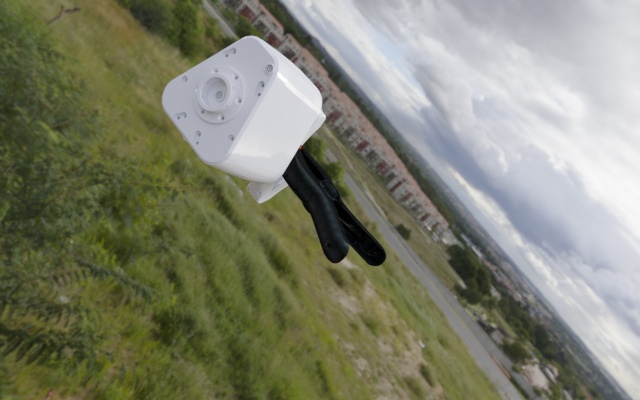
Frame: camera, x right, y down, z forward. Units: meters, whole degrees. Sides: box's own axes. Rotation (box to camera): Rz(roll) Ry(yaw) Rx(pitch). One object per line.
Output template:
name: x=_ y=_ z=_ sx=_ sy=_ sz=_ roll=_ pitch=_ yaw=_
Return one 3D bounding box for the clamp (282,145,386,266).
clamp: x=0.000 y=0.001 z=0.501 sx=0.039 sy=0.171 sz=0.120 roll=-41 pitch=-15 yaw=10
